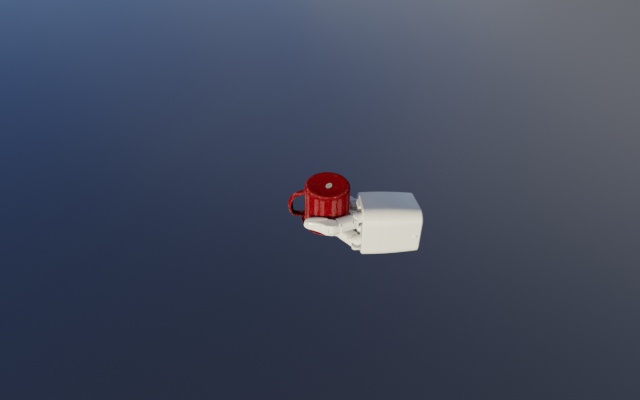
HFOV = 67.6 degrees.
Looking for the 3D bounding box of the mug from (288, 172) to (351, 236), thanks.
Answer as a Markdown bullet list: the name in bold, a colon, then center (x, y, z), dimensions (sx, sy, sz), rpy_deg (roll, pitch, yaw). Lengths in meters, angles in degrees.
- **mug**: center (-0.001, 0.003, 0.864), dimensions (0.117, 0.082, 0.093), rpy_deg (-1, 39, -2)
